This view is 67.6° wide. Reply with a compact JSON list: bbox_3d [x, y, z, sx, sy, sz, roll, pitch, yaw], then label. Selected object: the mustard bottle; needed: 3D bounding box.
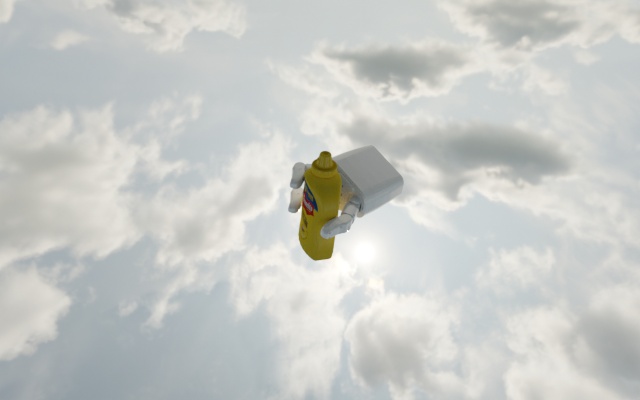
[{"bbox_3d":[0.000,0.003,0.793,0.058,0.192,0.096,-5,39,-15],"label":"mustard bottle"}]
